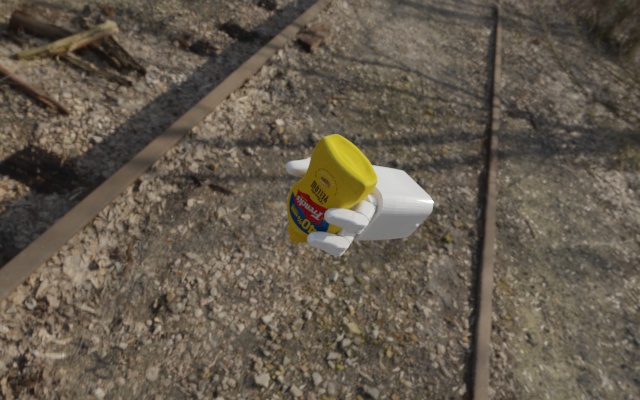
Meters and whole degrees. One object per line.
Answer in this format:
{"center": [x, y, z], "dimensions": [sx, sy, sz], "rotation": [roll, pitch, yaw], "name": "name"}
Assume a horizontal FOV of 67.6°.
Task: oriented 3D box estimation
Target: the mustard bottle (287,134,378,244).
{"center": [0.000, 0.002, 0.692], "dimensions": [0.058, 0.096, 0.192], "rotation": [-25, -23, -45], "name": "mustard bottle"}
